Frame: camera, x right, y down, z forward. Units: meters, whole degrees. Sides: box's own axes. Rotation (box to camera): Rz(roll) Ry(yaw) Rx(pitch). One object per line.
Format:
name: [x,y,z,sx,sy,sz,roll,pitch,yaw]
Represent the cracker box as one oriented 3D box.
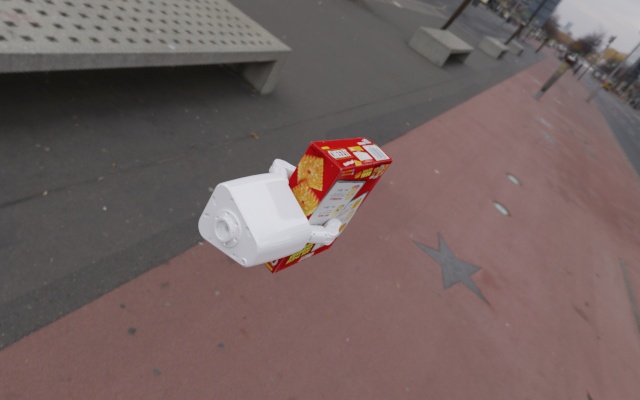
cracker box: [0.000,0.002,0.763,0.072,0.214,0.164,45,30,19]
